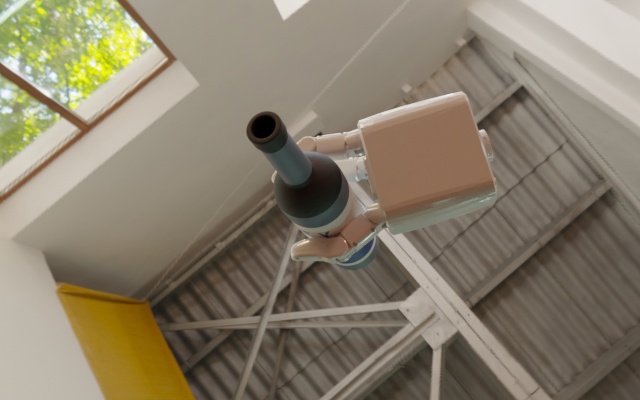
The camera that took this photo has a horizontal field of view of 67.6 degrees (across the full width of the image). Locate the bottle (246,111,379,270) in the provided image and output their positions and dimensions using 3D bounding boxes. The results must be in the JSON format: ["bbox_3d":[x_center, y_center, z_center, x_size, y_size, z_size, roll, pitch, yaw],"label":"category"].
[{"bbox_3d":[0.000,0.002,0.472,0.069,0.069,0.296,0,-22,17],"label":"bottle"}]
